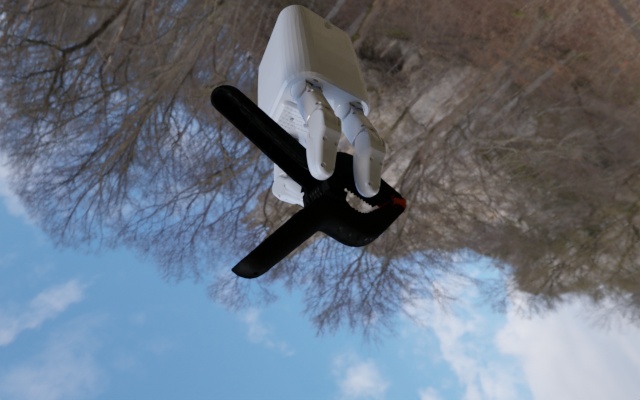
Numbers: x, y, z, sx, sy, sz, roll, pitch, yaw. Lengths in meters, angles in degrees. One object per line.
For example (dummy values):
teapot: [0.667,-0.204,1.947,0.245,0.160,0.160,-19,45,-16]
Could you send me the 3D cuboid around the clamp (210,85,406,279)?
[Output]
clamp: [0.000,0.002,0.415,0.210,0.164,0.036,19,-38,-37]
